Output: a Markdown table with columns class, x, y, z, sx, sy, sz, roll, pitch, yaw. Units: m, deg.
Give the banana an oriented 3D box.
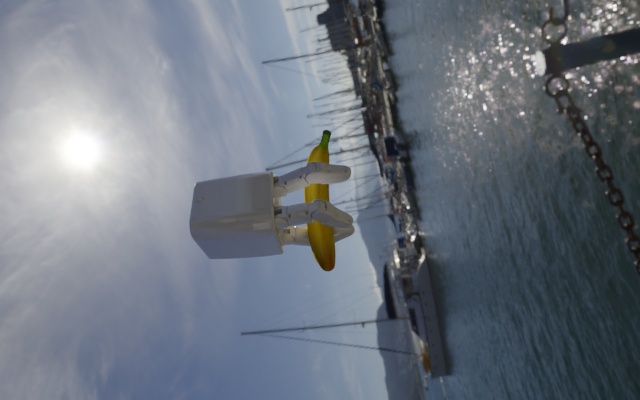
| class | x | y | z | sx | sy | sz | roll | pitch | yaw |
| --- | --- | --- | --- | --- | --- | --- | --- | --- | --- |
| banana | -0.002 | 0.005 | 0.657 | 0.037 | 0.197 | 0.070 | 0 | -19 | -7 |
